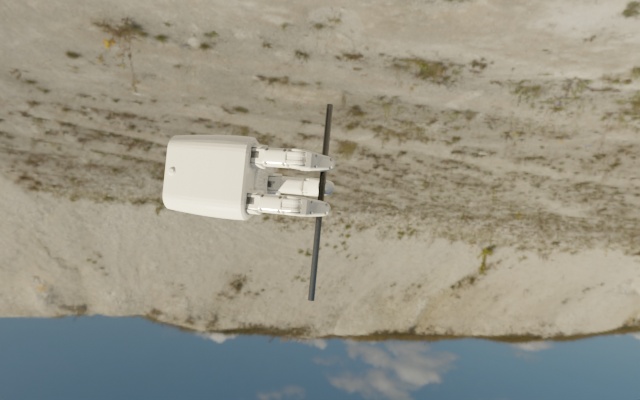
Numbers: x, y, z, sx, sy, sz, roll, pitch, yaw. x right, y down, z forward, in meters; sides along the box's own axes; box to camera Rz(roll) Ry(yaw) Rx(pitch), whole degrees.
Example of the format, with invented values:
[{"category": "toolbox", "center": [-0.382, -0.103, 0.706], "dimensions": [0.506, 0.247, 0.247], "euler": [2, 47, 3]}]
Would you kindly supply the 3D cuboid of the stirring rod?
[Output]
[{"category": "stirring rod", "center": [0.000, 0.002, 0.584], "dimensions": [0.011, 0.239, 0.011], "euler": [5, -1, 0]}]
